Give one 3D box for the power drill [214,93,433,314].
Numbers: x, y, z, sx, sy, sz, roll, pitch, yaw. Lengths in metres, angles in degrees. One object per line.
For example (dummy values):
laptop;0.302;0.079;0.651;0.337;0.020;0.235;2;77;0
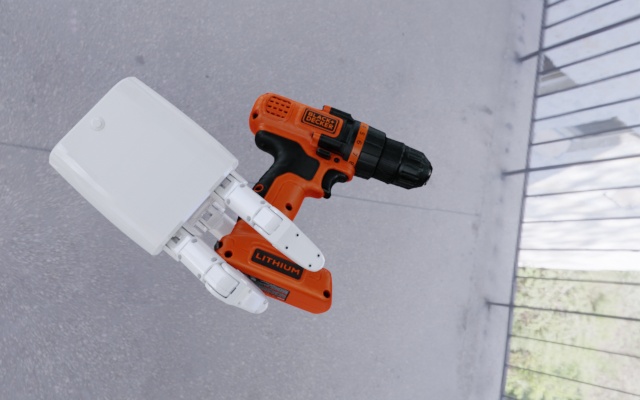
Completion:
power drill;0.000;0.002;0.434;0.184;0.187;0.057;20;-28;0
